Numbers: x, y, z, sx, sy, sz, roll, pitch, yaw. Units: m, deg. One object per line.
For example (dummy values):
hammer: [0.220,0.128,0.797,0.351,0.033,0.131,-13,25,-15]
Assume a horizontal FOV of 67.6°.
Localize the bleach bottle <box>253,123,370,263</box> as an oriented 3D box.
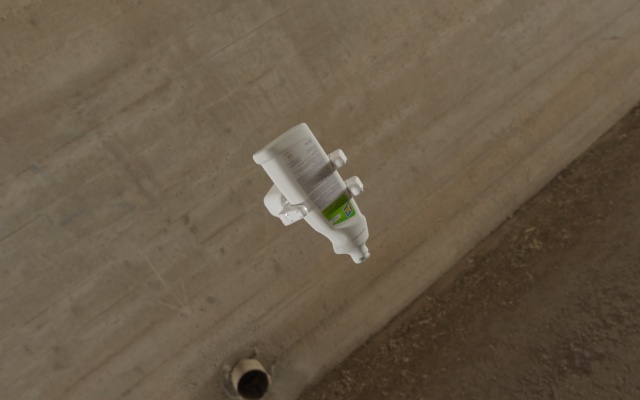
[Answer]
bleach bottle: [0.000,0.002,0.792,0.102,0.251,0.068,-38,14,-20]
